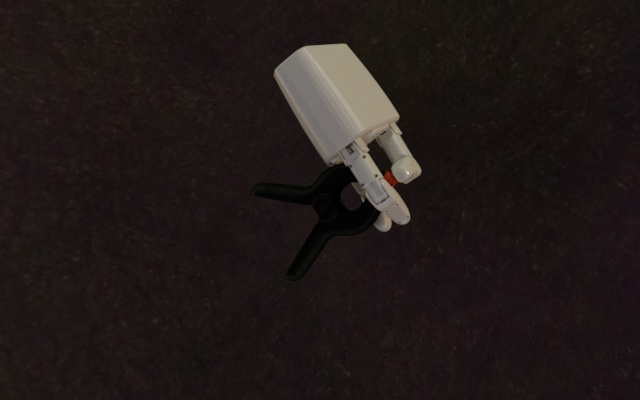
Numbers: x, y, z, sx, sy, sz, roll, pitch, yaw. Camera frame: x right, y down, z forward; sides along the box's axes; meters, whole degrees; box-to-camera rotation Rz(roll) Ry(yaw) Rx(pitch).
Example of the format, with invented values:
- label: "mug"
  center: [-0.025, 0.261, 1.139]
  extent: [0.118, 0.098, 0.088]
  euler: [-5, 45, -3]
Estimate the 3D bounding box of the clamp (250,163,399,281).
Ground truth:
- label: "clamp"
  center: [0.000, 0.002, 0.530]
  extent: [0.171, 0.120, 0.039]
  euler: [-35, -3, 19]
